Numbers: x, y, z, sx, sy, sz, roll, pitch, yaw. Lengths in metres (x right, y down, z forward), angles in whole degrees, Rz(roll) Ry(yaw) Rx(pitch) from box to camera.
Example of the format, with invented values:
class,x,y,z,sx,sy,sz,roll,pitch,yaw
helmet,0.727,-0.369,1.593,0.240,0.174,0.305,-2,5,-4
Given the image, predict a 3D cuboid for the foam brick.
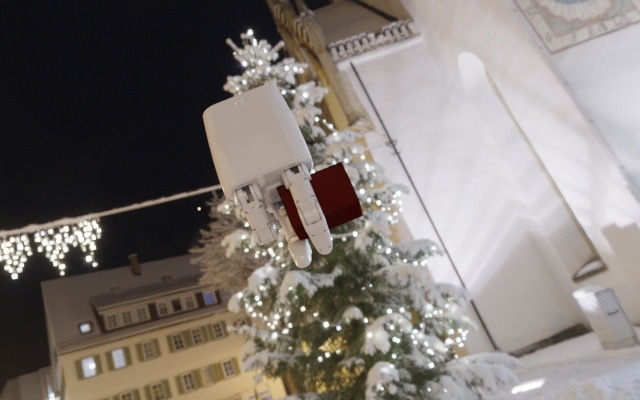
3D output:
class,x,y,z,sx,sy,sz,roll,pitch,yaw
foam brick,0.000,0.002,0.522,0.078,0.051,0.053,-22,-22,-1
